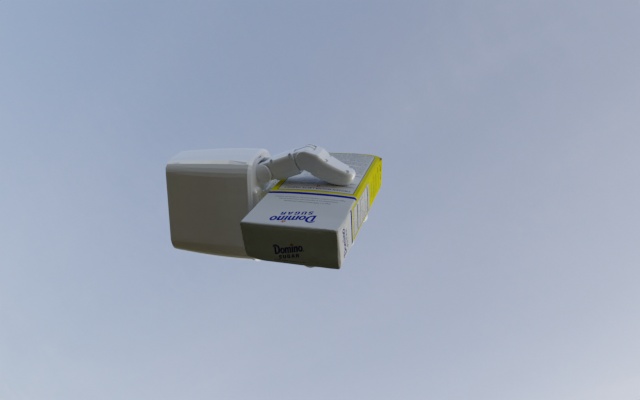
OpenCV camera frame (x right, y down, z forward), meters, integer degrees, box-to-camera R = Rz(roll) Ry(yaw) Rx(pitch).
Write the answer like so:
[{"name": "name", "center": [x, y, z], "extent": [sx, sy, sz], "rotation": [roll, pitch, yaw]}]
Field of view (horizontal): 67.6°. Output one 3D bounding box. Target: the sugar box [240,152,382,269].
[{"name": "sugar box", "center": [0.000, 0.002, 0.485], "extent": [0.093, 0.048, 0.176], "rotation": [5, 30, 19]}]
